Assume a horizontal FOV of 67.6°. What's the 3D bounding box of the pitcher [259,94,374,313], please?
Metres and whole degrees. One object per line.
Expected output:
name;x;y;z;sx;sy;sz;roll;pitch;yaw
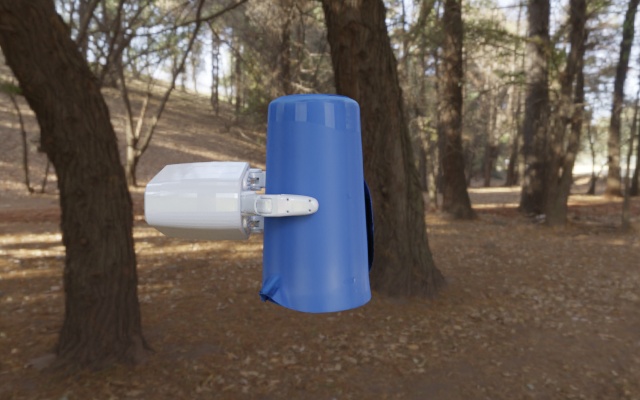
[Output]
pitcher;0.000;0.002;0.578;0.145;0.243;0.149;0;4;-1
